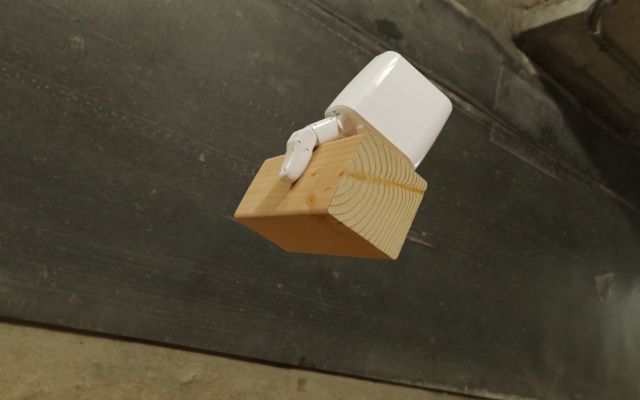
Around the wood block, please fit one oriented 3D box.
[{"bbox_3d":[0.000,0.001,0.523,0.091,0.090,0.206,37,-22,-25],"label":"wood block"}]
